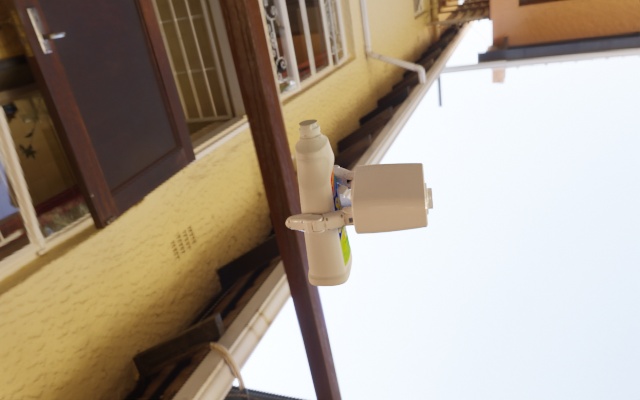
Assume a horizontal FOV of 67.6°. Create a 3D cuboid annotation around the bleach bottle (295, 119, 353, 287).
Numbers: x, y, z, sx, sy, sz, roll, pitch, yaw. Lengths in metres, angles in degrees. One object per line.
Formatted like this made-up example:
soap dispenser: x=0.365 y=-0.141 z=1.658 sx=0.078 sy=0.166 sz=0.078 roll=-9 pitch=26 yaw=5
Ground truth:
bleach bottle: x=0.000 y=0.002 z=0.738 sx=0.068 sy=0.251 sz=0.102 roll=-4 pitch=26 yaw=13
